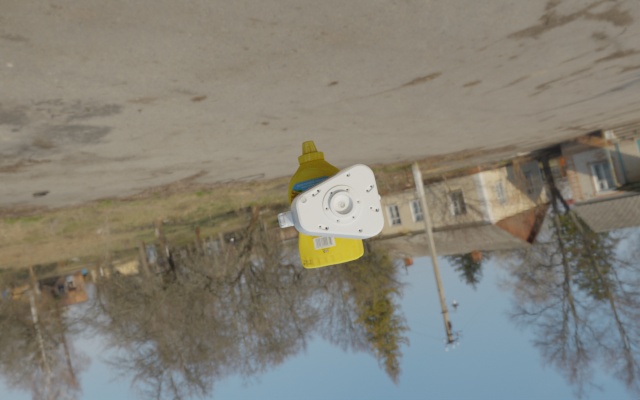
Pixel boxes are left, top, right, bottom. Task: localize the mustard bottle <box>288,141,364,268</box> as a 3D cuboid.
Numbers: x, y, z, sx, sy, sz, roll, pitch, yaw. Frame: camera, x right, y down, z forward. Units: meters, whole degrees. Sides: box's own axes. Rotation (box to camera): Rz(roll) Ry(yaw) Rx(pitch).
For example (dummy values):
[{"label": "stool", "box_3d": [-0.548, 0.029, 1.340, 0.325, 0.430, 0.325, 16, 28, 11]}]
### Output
[{"label": "mustard bottle", "box_3d": [0.000, 0.003, 0.737, 0.096, 0.191, 0.058, -13, -2, 19]}]
